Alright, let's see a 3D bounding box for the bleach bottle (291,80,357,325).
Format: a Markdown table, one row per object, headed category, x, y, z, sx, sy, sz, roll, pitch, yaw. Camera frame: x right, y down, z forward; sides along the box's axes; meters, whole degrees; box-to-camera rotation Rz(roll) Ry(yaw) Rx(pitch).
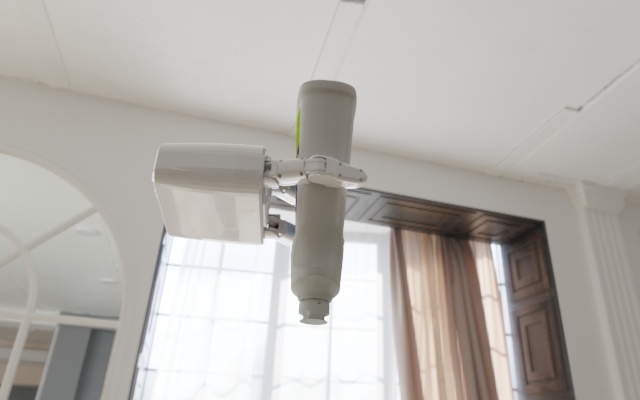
| category | x | y | z | sx | sy | sz | roll | pitch | yaw |
| --- | --- | --- | --- | --- | --- | --- | --- | --- | --- |
| bleach bottle | 0.000 | 0.002 | 0.508 | 0.068 | 0.250 | 0.103 | 4 | -26 | -2 |
